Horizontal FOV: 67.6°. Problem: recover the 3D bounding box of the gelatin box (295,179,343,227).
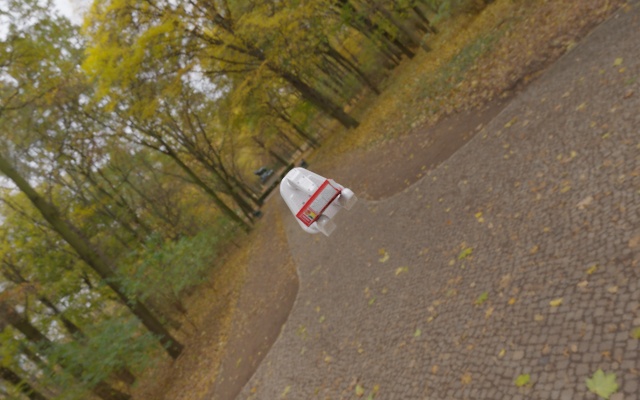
[{"bbox_3d":[0.000,0.002,0.743,0.030,0.073,0.089,41,6,3],"label":"gelatin box"}]
